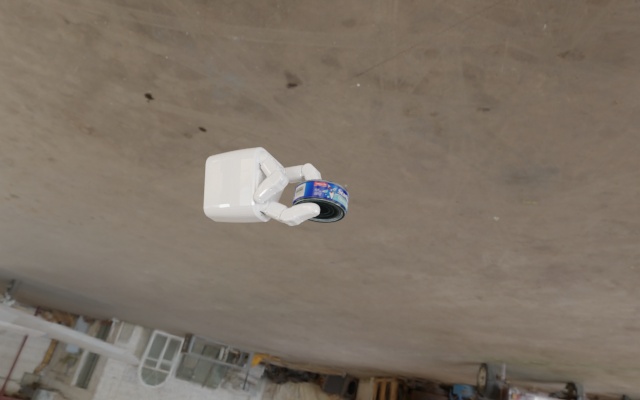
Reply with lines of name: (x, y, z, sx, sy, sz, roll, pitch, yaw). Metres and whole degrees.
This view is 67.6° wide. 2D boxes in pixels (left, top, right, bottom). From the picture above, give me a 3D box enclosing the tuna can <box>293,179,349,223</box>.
tuna can: (0.000, 0.003, 0.740, 0.086, 0.033, 0.086, 7, -27, 3)
